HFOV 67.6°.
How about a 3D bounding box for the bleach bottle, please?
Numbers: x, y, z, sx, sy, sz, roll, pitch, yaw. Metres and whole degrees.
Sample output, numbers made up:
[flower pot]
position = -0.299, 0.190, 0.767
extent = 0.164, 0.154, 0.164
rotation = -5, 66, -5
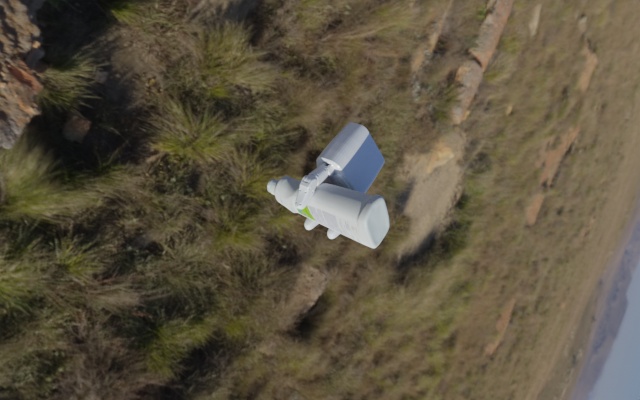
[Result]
[bleach bottle]
position = 0.000, 0.003, 0.874
extent = 0.251, 0.068, 0.103
rotation = 21, -29, 32
